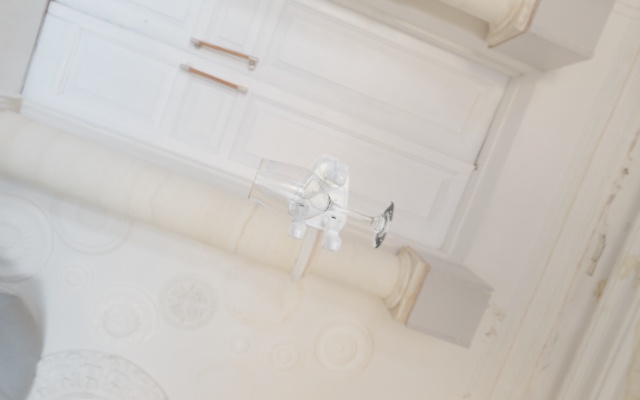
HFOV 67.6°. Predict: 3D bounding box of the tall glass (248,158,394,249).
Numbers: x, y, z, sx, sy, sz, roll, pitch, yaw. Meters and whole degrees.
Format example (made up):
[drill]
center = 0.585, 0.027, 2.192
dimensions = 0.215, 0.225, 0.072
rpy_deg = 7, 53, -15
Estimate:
[tall glass]
center = 0.001, 0.002, 0.692
dimensions = 0.201, 0.079, 0.079
rpy_deg = 20, -3, -7
